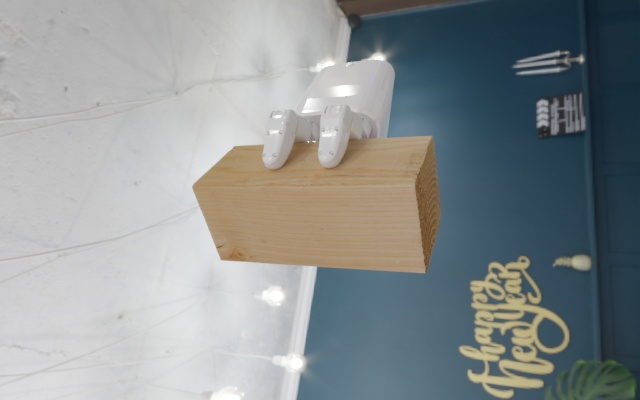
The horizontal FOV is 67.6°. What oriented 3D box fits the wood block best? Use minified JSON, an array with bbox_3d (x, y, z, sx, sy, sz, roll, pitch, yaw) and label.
[{"bbox_3d":[0.000,0.002,0.451,0.206,0.091,0.090,0,33,24],"label":"wood block"}]
